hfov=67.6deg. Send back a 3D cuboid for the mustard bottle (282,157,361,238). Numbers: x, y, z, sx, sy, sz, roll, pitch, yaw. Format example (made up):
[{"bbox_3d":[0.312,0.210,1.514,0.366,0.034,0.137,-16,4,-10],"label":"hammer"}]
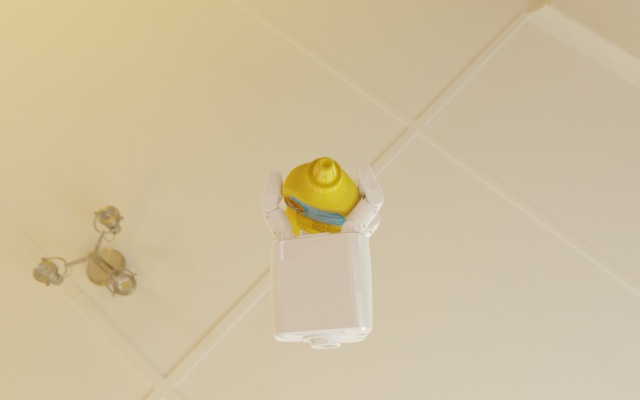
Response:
[{"bbox_3d":[0.000,0.002,0.592,0.096,0.058,0.192,22,-24,7],"label":"mustard bottle"}]
